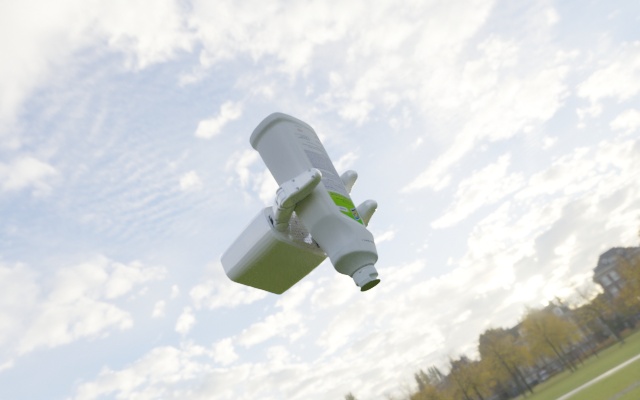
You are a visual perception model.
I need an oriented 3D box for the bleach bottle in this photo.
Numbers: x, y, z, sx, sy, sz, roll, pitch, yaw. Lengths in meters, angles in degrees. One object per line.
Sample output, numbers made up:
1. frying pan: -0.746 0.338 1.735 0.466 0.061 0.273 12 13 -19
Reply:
1. bleach bottle: 0.000 0.002 0.610 0.068 0.250 0.102 -43 -32 25
